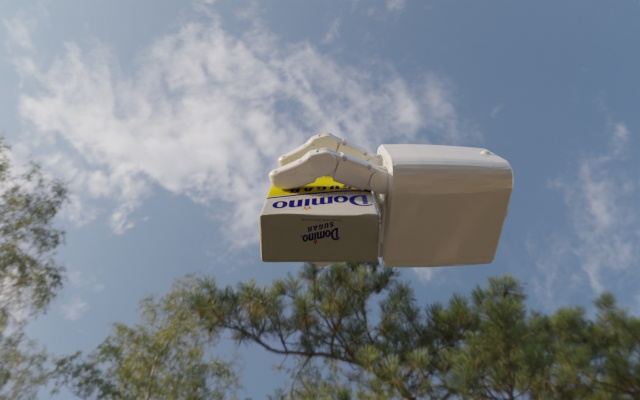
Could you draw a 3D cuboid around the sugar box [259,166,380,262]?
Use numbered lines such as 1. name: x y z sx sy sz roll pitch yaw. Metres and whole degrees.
1. sugar box: 0.000 0.001 0.443 0.093 0.048 0.176 0 16 0
